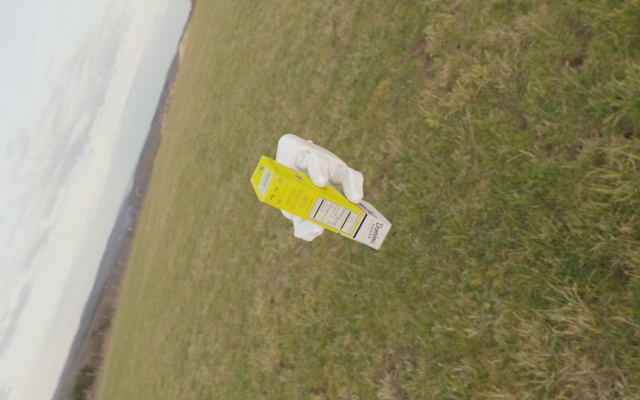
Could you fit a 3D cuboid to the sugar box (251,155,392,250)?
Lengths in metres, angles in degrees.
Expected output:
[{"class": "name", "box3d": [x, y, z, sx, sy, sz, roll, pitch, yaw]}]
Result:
[{"class": "sugar box", "box3d": [0.000, 0.002, 0.634, 0.176, 0.048, 0.093, 21, 13, -22]}]
